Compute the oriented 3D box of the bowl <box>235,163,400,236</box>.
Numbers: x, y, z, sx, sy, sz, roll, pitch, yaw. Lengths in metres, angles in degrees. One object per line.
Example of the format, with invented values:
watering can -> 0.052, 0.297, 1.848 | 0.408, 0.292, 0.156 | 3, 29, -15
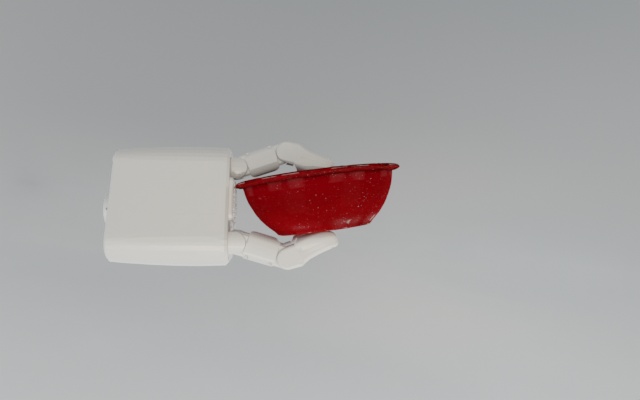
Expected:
bowl -> 0.001, 0.002, 0.471 | 0.162, 0.055, 0.162 | -8, -1, 0
